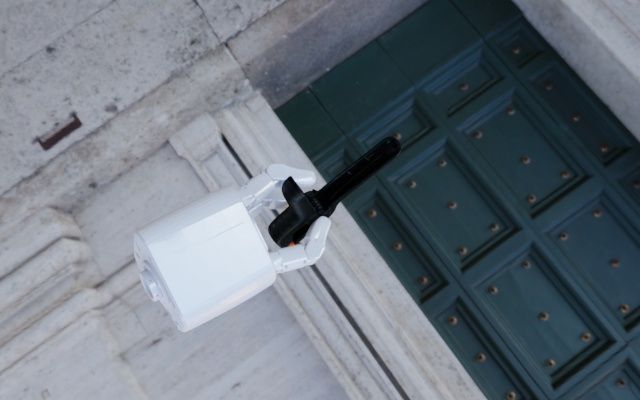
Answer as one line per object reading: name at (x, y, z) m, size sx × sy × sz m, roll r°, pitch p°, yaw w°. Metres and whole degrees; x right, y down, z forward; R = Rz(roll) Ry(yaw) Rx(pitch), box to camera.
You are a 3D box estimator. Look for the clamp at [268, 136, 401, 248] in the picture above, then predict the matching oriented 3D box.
clamp at (0.000, 0.003, 0.570) m, size 0.164 × 0.036 × 0.210 m, roll -26°, pitch -15°, yaw -30°
